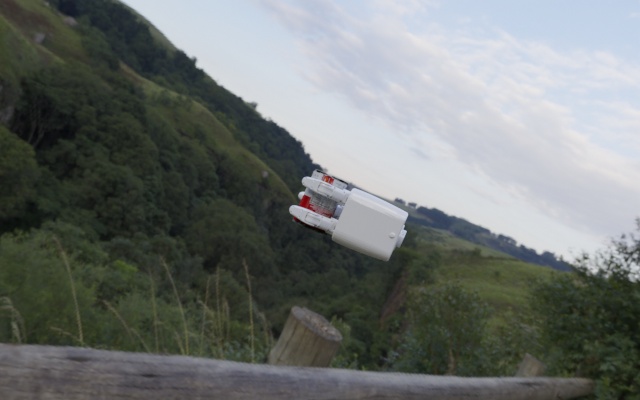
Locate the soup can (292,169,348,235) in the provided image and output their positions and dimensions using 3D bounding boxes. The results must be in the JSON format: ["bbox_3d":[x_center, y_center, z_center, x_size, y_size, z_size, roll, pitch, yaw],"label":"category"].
[{"bbox_3d":[0.000,0.002,0.862,0.068,0.102,0.068,23,1,0],"label":"soup can"}]
